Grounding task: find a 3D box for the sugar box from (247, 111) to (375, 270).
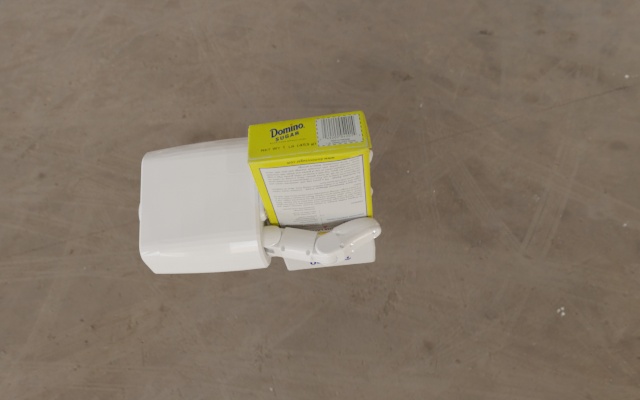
[{"bbox_3d":[0.000,0.001,0.429,0.093,0.048,0.176,-6,-33,3],"label":"sugar box"}]
